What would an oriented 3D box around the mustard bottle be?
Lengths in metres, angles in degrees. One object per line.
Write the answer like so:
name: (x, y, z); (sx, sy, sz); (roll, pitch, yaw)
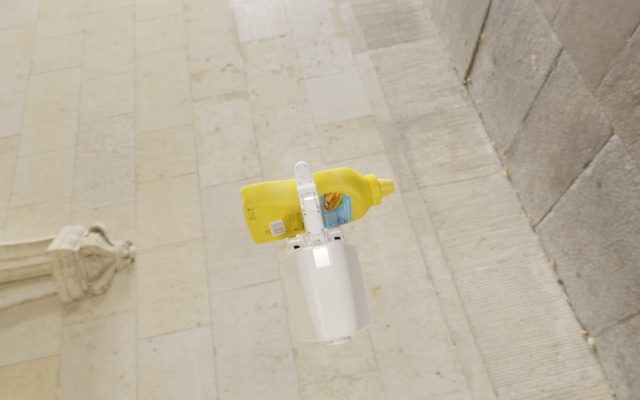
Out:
mustard bottle: (0.000, 0.002, 0.612); (0.191, 0.058, 0.096); (-12, -36, -3)
